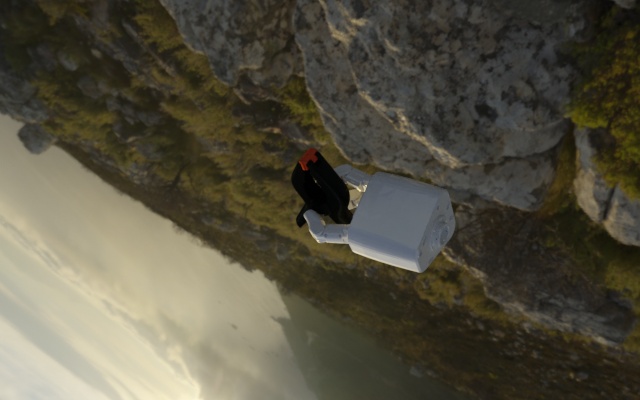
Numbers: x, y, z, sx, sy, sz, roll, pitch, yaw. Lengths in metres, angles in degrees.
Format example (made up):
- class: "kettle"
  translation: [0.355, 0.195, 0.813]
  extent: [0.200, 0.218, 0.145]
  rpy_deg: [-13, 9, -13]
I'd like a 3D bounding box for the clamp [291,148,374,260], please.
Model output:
- class: "clamp"
  translation: [0.000, 0.003, 0.717]
  extent: [0.164, 0.036, 0.210]
  rpy_deg: [16, -32, 36]
